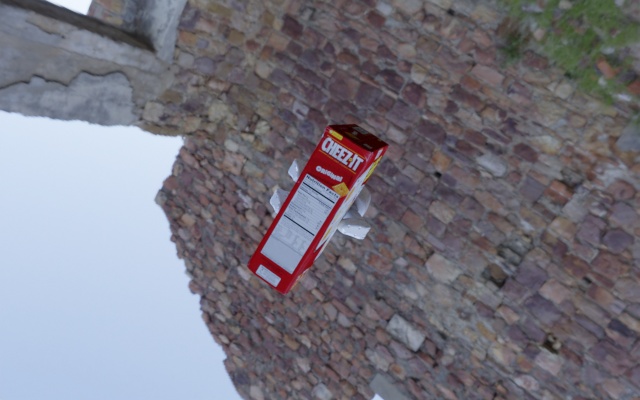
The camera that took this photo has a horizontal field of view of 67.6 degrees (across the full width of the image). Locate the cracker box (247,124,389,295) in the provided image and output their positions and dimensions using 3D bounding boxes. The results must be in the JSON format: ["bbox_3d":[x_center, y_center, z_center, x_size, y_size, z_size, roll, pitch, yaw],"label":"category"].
[{"bbox_3d":[0.000,0.002,0.647,0.072,0.214,0.164,33,16,7],"label":"cracker box"}]
